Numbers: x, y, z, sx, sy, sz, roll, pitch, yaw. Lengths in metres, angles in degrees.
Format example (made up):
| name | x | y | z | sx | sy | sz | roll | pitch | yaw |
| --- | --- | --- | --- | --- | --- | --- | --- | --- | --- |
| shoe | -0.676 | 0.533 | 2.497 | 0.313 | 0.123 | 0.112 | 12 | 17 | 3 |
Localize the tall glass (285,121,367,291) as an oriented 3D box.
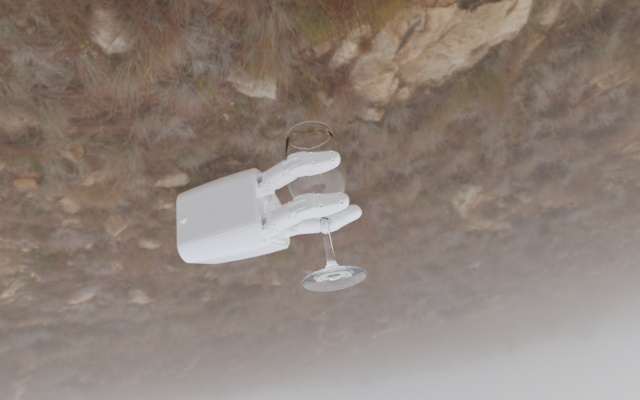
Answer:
| name | x | y | z | sx | sy | sz | roll | pitch | yaw |
| --- | --- | --- | --- | --- | --- | --- | --- | --- | --- |
| tall glass | 0.000 | 0.002 | 0.577 | 0.079 | 0.201 | 0.079 | -7 | -28 | -4 |
